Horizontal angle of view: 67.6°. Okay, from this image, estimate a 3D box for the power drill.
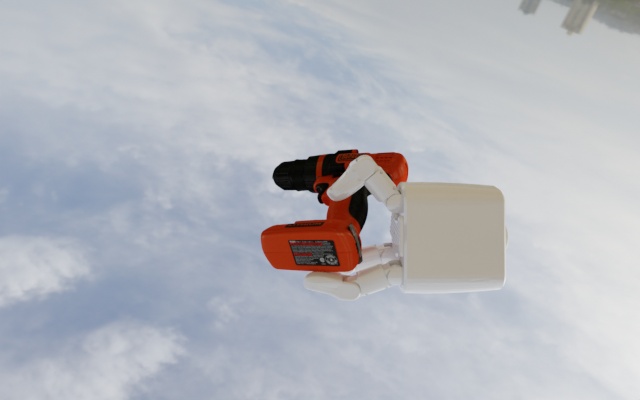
[{"bbox_3d":[0.000,0.002,0.566,0.184,0.057,0.187,-3,34,24],"label":"power drill"}]
